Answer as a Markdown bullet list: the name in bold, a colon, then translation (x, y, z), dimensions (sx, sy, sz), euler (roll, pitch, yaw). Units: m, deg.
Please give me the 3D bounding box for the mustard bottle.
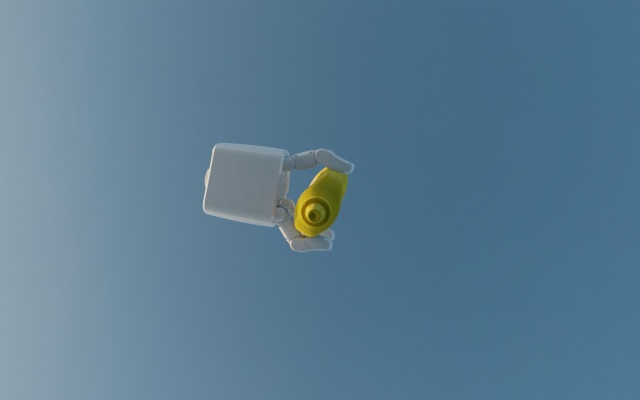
- **mustard bottle**: translation (0.000, 0.002, 0.695), dimensions (0.058, 0.096, 0.191), euler (32, 12, 0)
